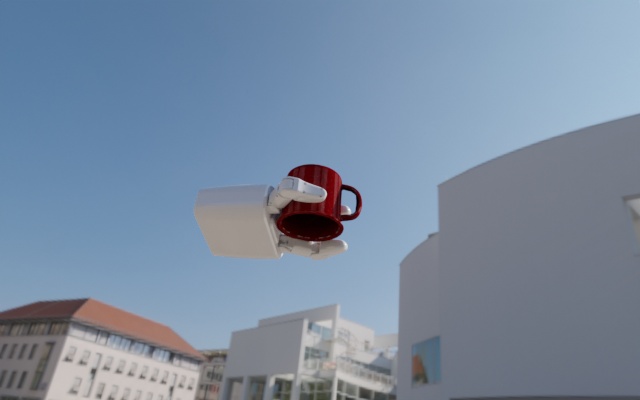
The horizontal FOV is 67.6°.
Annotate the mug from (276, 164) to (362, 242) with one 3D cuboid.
[{"bbox_3d":[0.002,0.002,0.671,0.117,0.081,0.093,-1,-30,11],"label":"mug"}]
